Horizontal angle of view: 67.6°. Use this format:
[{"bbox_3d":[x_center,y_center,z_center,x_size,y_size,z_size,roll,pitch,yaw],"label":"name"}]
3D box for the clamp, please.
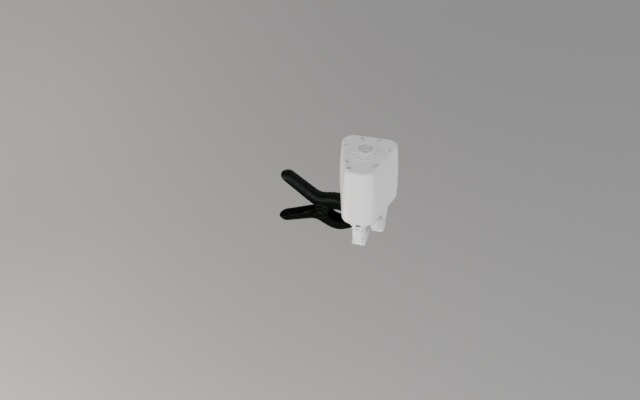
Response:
[{"bbox_3d":[0.000,0.003,0.861,0.171,0.039,0.120,9,-39,14],"label":"clamp"}]
